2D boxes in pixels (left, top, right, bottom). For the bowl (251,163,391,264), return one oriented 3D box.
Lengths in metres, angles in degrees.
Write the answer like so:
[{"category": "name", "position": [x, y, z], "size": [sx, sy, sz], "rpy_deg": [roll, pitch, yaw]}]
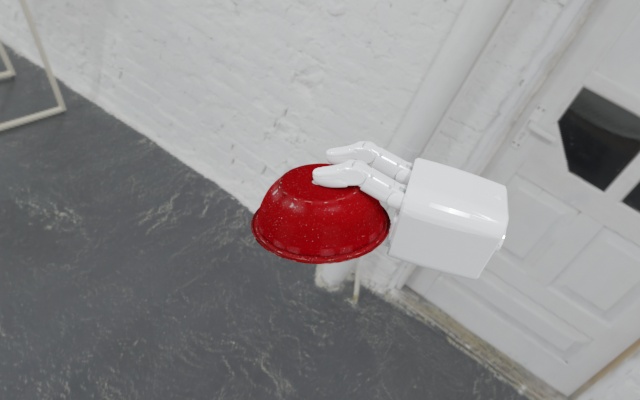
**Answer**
[{"category": "bowl", "position": [-0.001, 0.001, 0.543], "size": [0.162, 0.055, 0.162], "rpy_deg": [-1, 31, 0]}]
